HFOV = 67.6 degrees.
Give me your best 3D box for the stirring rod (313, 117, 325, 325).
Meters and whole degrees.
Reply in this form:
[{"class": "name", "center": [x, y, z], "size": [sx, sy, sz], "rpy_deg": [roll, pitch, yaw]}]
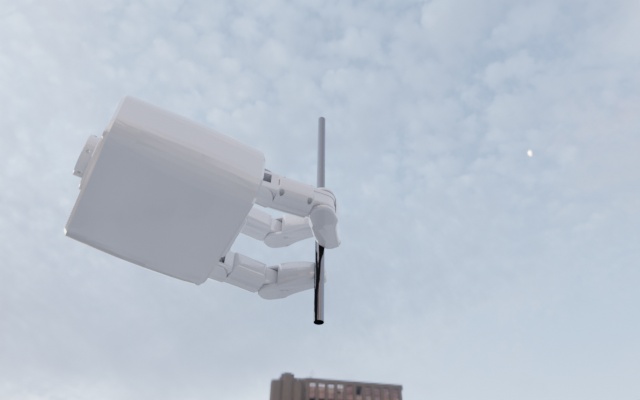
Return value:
[{"class": "stirring rod", "center": [0.000, 0.001, 0.432], "size": [0.011, 0.239, 0.011], "rpy_deg": [0, -43, 0]}]
